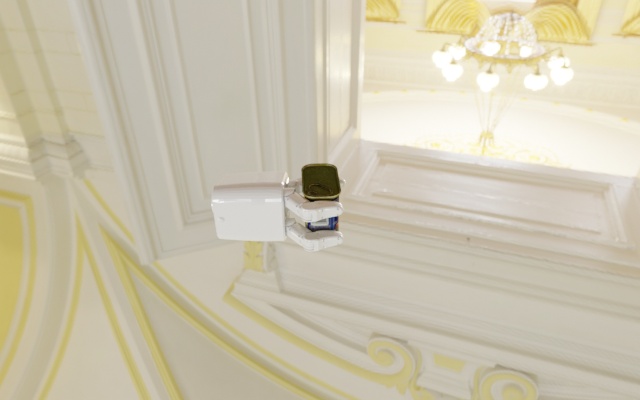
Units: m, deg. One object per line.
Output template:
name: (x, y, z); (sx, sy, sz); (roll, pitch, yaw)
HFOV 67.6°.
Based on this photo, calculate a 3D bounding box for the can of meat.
can of meat: (0.000, 0.003, 0.747); (0.057, 0.084, 0.102); (-2, 33, -3)
